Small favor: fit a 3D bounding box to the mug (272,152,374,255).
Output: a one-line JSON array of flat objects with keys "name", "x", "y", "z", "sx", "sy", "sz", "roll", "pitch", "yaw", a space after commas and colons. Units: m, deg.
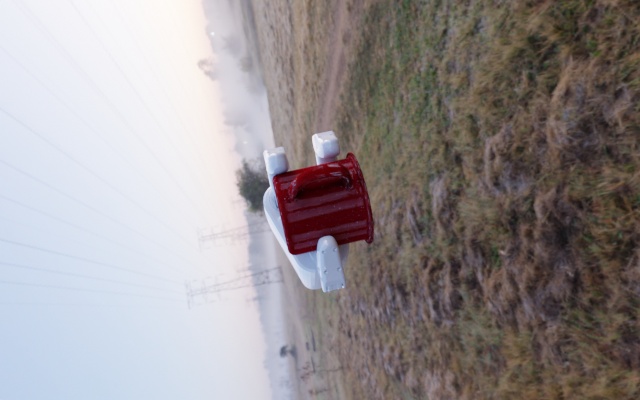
[{"name": "mug", "x": 0.000, "y": 0.001, "z": 0.456, "sx": 0.081, "sy": 0.093, "sz": 0.117, "roll": -13, "pitch": -23, "yaw": -5}]
